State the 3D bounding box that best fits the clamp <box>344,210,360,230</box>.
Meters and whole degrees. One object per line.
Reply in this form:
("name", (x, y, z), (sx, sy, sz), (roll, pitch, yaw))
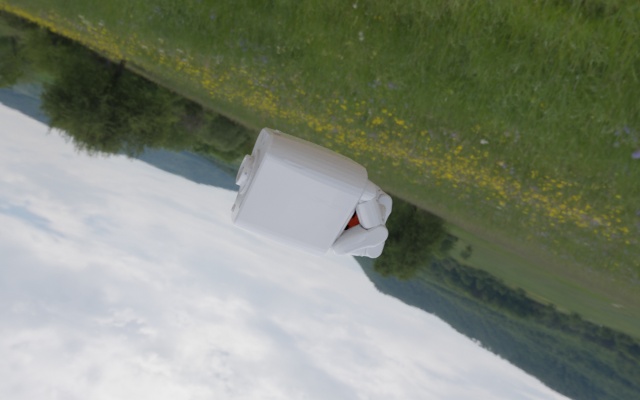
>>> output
("clamp", (0.000, 0.003, 0.615), (0.120, 0.039, 0.171), (20, 3, -18))
